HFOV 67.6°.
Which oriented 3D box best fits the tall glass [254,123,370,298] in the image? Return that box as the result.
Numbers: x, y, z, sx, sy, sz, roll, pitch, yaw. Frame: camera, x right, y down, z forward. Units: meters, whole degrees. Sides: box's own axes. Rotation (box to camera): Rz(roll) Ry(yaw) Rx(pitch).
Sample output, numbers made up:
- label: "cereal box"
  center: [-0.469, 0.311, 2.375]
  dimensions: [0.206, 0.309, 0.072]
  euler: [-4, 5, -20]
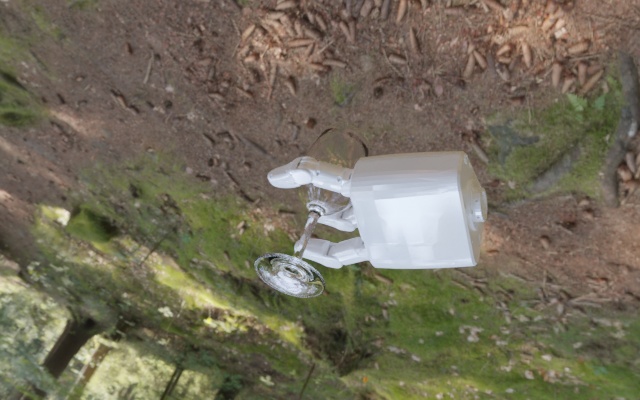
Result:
- label: "tall glass"
  center: [0.000, 0.002, 0.526]
  dimensions: [0.079, 0.201, 0.079]
  euler: [14, -38, 11]
